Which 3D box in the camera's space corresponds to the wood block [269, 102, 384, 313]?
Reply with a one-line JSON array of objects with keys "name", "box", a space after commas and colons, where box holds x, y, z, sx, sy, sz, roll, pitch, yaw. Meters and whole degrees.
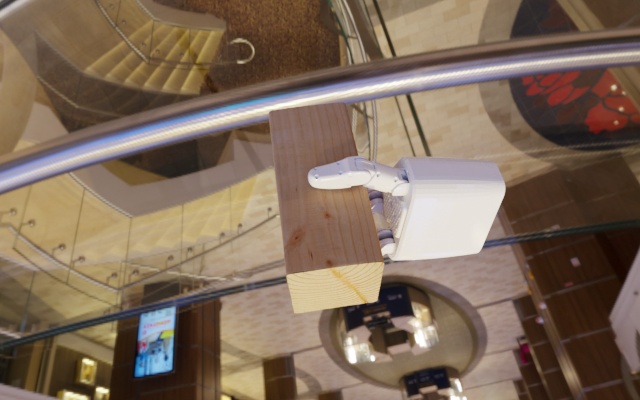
[{"name": "wood block", "box": [0.000, 0.002, 0.514, 0.090, 0.206, 0.091, -7, -35, -4]}]
